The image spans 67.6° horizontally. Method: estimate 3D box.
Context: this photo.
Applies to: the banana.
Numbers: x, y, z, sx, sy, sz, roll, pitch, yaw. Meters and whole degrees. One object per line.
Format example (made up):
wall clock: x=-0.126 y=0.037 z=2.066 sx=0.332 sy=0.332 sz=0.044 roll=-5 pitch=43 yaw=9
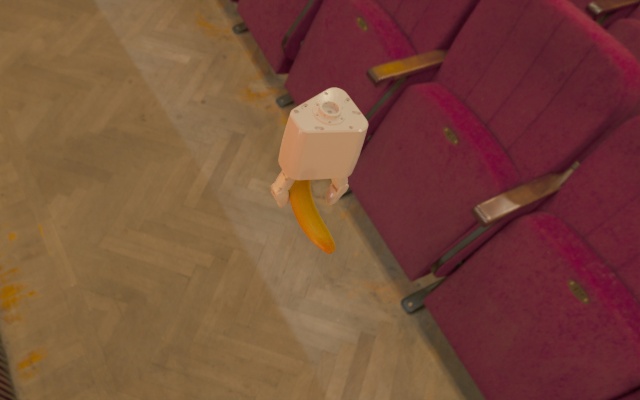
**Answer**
banana: x=-0.018 y=-0.001 z=0.793 sx=0.069 sy=0.197 sz=0.037 roll=4 pitch=-37 yaw=-15
